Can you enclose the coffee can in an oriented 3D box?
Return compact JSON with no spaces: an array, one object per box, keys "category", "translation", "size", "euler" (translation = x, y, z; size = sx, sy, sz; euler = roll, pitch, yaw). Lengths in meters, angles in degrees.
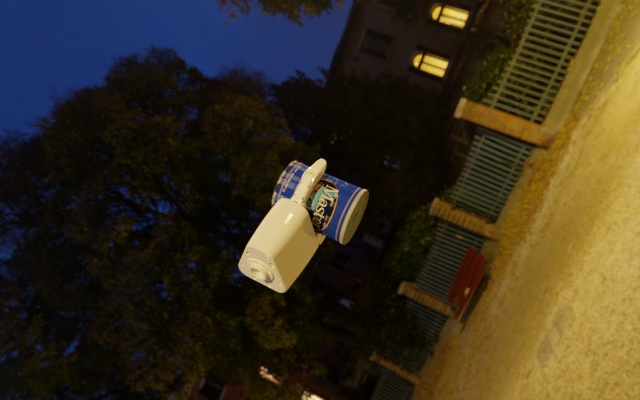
[{"category":"coffee can","translation":[0.000,0.003,0.839],"size":[0.140,0.103,0.103],"euler":[24,7,15]}]
